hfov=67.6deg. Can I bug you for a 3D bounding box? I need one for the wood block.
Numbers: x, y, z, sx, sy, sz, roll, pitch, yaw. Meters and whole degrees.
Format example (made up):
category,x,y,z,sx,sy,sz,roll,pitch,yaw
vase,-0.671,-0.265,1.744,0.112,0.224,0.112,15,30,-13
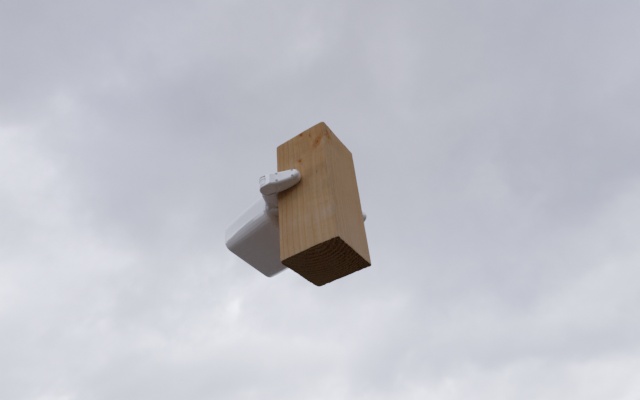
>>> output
category,x,y,z,sx,sy,sz,roll,pitch,yaw
wood block,0.000,0.002,0.679,0.090,0.206,0.091,-26,-42,23
